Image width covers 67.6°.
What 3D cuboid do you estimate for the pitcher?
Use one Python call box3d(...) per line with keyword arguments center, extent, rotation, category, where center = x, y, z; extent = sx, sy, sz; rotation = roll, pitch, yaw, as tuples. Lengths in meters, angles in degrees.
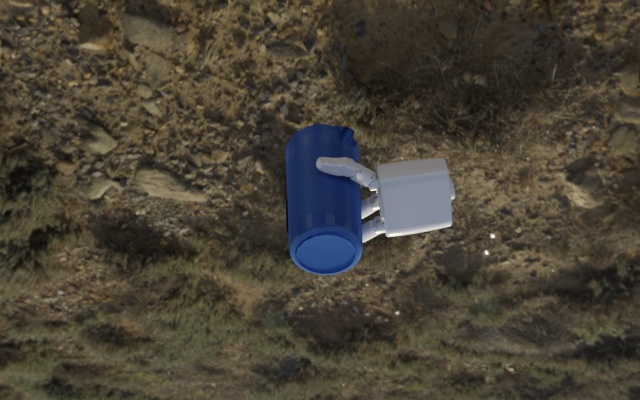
box3d(center=(0.000, 0.002, 0.781), extent=(0.145, 0.149, 0.242), rotation=(-7, 43, 5), category="pitcher")
